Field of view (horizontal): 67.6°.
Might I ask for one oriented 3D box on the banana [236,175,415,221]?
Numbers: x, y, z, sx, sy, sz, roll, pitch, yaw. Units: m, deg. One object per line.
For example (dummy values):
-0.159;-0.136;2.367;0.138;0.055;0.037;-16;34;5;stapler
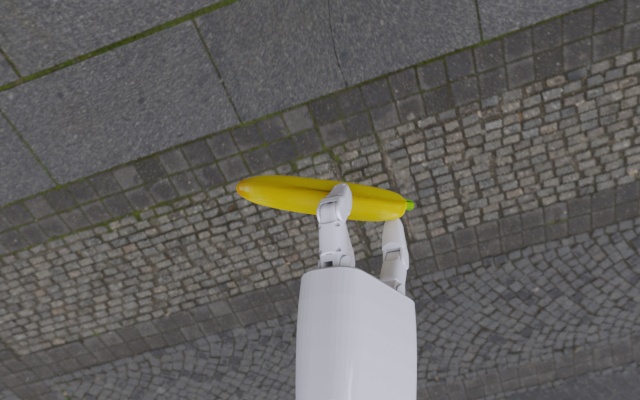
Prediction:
0.003;-0.001;0.500;0.198;0.037;0.069;8;-9;2;banana
